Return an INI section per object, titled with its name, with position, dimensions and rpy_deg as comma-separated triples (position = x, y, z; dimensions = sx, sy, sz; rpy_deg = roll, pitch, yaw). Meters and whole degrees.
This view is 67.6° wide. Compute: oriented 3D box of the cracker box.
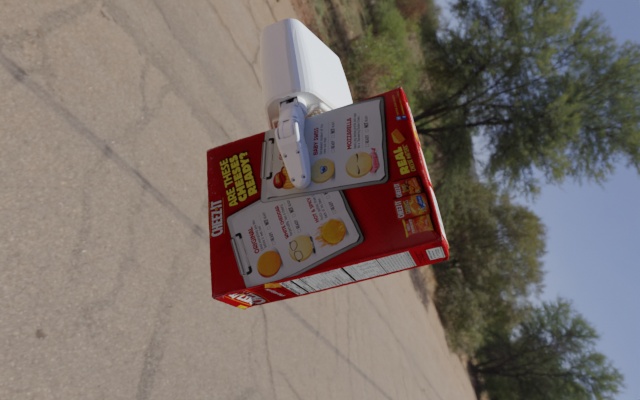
[cracker box]
position = 0.000, 0.001, 0.469
dimensions = 0.214, 0.164, 0.072
rpy_deg = -16, -29, 14
